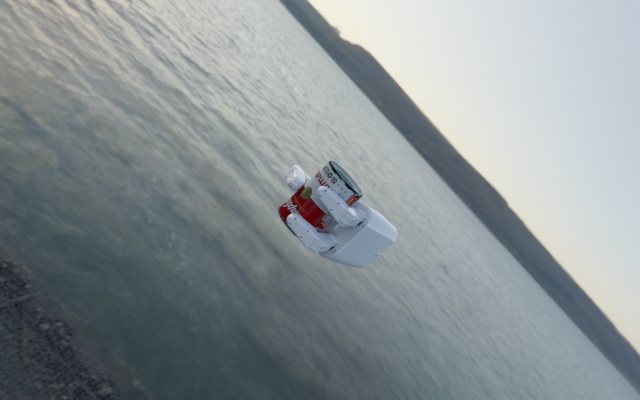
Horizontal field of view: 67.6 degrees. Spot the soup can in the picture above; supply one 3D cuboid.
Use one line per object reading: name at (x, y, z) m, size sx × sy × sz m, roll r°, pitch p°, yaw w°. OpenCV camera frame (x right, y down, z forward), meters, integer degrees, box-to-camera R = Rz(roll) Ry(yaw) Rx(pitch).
soup can at (0.000, 0.002, 0.664) m, size 0.102 × 0.068 × 0.068 m, roll -42°, pitch -11°, yaw 13°
